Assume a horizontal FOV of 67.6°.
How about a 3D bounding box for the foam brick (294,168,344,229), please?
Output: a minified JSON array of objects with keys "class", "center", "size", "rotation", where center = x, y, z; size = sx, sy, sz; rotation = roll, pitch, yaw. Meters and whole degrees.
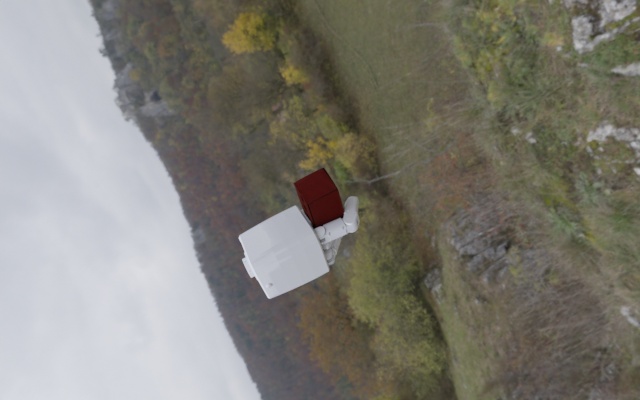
[{"class":"foam brick","center":[0.000,0.002,0.716],"size":[0.051,0.078,0.053],"rotation":[-25,48,-7]}]
